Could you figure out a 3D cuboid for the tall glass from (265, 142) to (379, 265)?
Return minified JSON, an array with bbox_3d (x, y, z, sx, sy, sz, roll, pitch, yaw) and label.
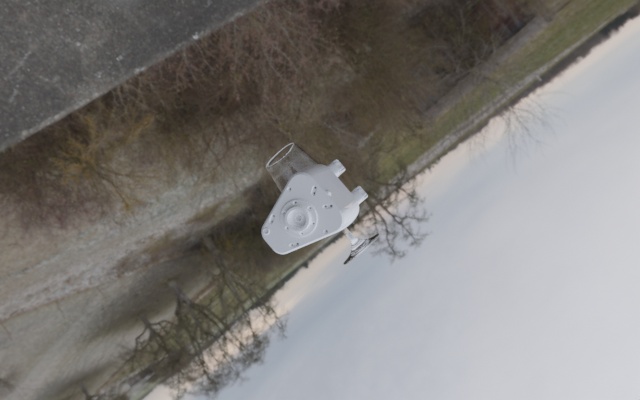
[{"bbox_3d":[0.001,0.003,0.759,0.079,0.201,0.079,-41,-3,-2],"label":"tall glass"}]
